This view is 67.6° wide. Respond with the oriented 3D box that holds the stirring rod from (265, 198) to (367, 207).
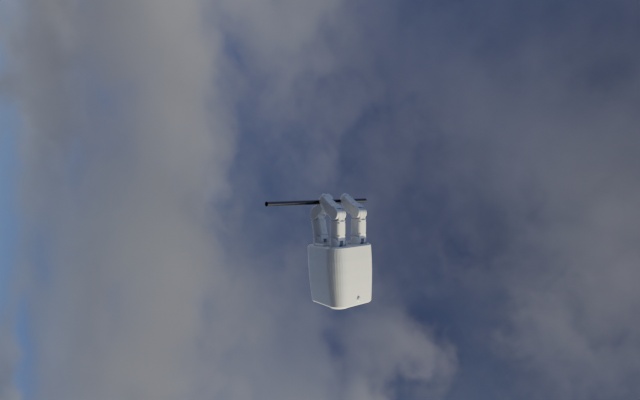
[{"bbox_3d":[0.000,0.003,0.851,0.239,0.011,0.011,-2,1,-44],"label":"stirring rod"}]
